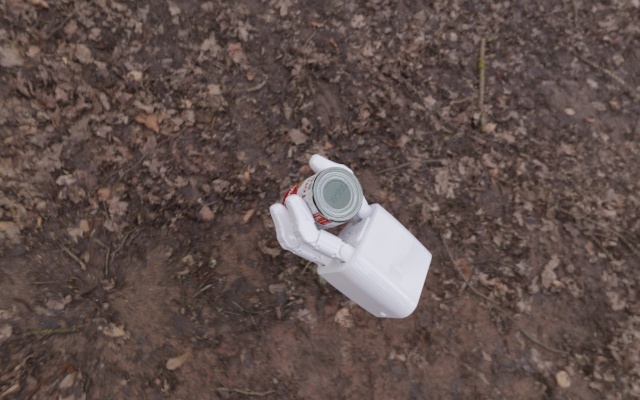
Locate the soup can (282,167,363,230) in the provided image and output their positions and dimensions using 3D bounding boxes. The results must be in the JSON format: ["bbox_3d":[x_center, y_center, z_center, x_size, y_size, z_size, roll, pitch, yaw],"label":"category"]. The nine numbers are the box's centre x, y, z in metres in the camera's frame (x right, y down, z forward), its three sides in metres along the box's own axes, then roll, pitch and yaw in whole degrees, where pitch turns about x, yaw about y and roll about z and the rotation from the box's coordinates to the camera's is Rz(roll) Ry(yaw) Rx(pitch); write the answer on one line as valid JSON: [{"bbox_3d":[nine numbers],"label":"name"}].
[{"bbox_3d":[0.000,0.001,0.595,0.068,0.068,0.102,0,-11,-25],"label":"soup can"}]
